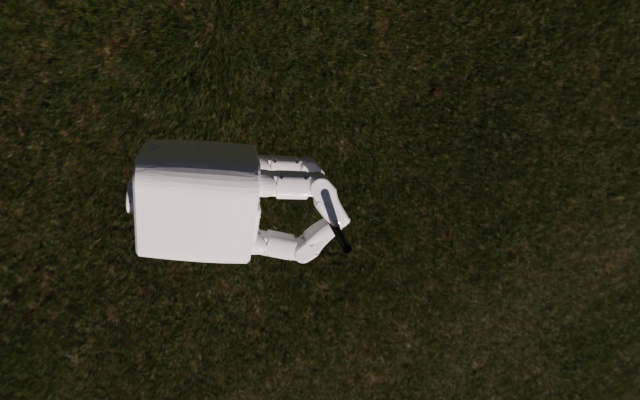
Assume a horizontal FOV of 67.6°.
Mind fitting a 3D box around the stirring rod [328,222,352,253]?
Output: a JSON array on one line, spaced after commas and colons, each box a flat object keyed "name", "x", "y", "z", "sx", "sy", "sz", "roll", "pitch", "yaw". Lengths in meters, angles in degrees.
[{"name": "stirring rod", "x": 0.000, "y": 0.002, "z": 0.527, "sx": 0.011, "sy": 0.011, "sz": 0.239, "roll": 0, "pitch": 20, "yaw": -12}]
